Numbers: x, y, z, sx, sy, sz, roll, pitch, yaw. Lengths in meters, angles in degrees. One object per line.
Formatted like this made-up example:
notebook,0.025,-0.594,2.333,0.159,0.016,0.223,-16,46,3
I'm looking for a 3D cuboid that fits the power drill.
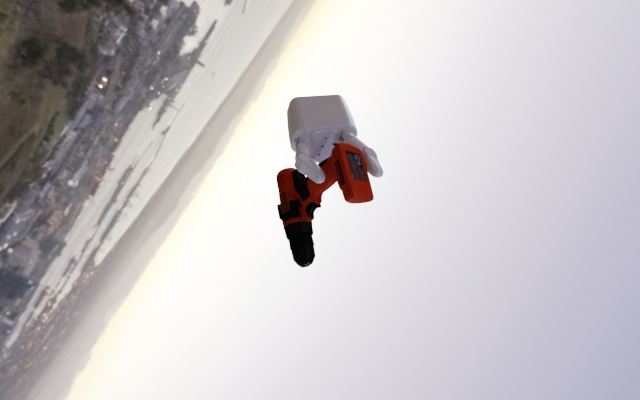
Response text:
power drill,0.000,0.002,0.802,0.057,0.184,0.188,6,-27,-45
